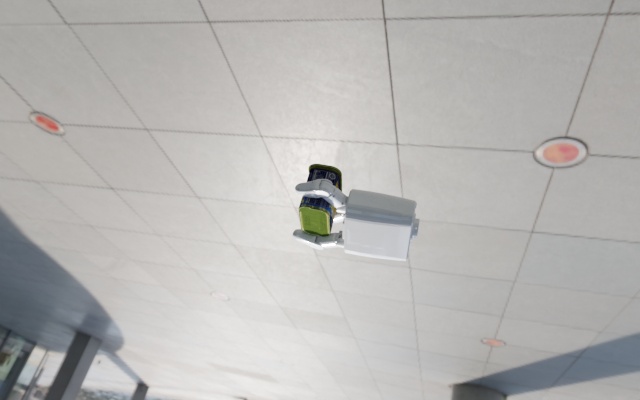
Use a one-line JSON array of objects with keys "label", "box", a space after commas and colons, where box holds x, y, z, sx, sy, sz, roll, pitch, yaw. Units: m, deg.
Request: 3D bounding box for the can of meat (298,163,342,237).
[{"label": "can of meat", "box": [0.000, 0.003, 0.798, 0.057, 0.084, 0.102, 10, -30, 9]}]
